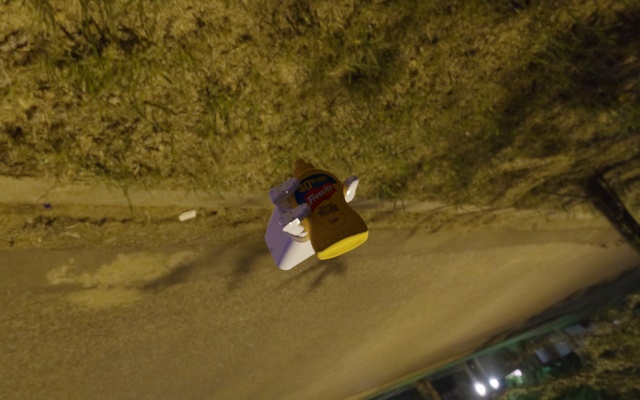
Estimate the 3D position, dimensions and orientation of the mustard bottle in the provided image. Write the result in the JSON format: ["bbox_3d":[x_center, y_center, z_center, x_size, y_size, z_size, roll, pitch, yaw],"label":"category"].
[{"bbox_3d":[0.000,0.003,0.834,0.096,0.191,0.058,-23,-29,-9],"label":"mustard bottle"}]
